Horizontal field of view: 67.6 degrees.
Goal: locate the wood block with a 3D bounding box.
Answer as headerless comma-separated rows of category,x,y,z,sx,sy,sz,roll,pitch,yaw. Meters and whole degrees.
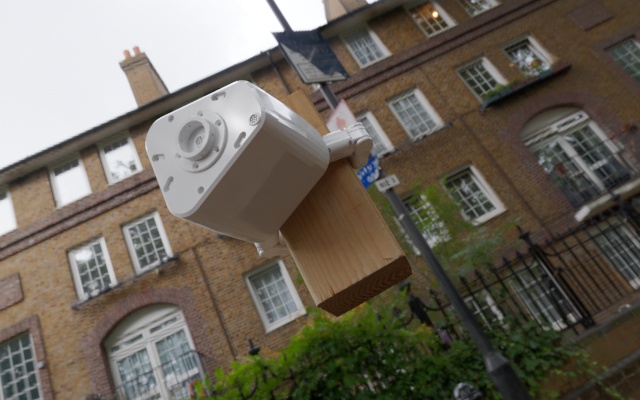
wood block,0.000,0.001,0.488,0.091,0.206,0.090,-30,-25,3
